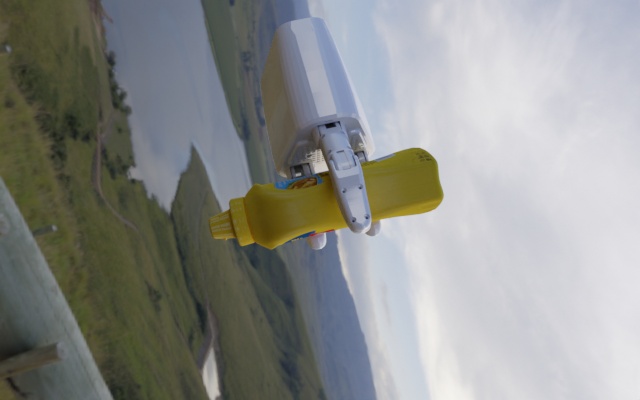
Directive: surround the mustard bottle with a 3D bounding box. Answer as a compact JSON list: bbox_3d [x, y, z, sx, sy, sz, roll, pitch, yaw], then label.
[{"bbox_3d":[0.000,0.002,0.412,0.191,0.058,0.096,-13,6,-5],"label":"mustard bottle"}]
